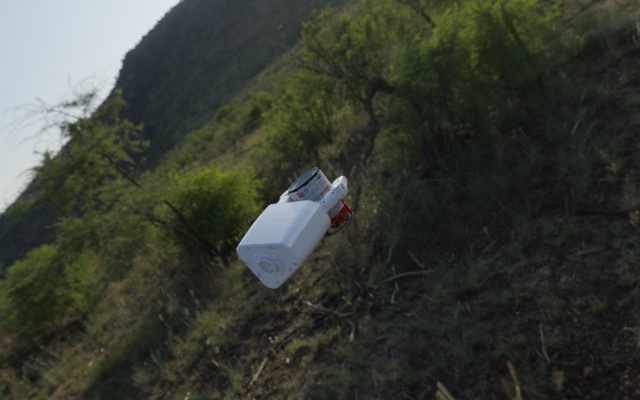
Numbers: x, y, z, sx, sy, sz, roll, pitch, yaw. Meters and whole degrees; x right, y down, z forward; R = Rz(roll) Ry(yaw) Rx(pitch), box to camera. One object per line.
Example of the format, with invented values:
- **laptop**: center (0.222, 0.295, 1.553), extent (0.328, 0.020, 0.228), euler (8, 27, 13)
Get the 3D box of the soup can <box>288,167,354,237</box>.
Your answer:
- **soup can**: center (0.000, 0.002, 0.818), extent (0.068, 0.102, 0.068), euler (-36, 15, 11)
